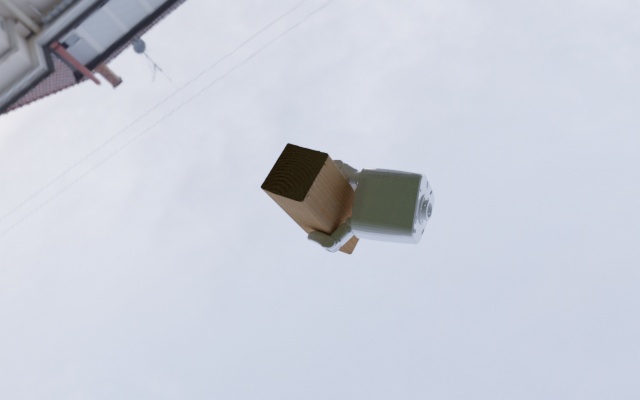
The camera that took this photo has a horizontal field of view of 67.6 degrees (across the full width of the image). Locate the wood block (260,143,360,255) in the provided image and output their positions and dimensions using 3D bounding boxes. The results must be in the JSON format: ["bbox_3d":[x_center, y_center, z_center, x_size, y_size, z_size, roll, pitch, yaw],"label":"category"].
[{"bbox_3d":[0.000,0.003,0.816,0.090,0.090,0.206,19,-19,34],"label":"wood block"}]
